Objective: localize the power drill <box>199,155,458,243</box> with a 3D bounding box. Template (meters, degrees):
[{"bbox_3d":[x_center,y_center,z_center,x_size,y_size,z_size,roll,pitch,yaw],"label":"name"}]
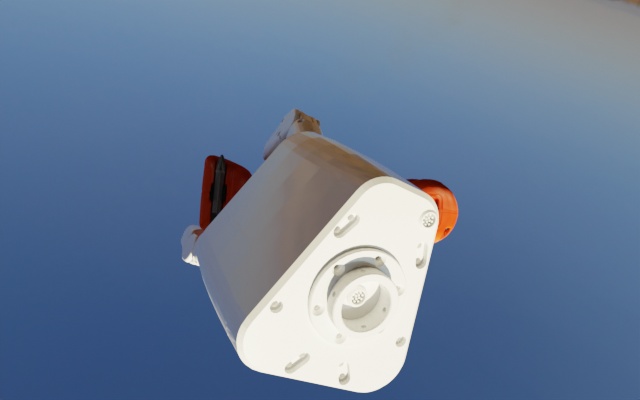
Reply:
[{"bbox_3d":[0.000,0.001,0.405,0.187,0.057,0.184,4,-3,-6],"label":"power drill"}]
